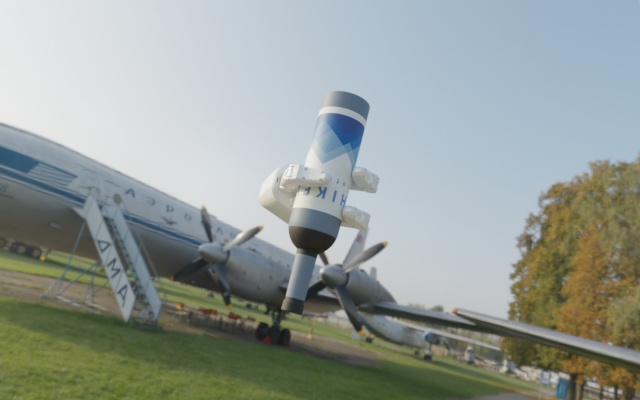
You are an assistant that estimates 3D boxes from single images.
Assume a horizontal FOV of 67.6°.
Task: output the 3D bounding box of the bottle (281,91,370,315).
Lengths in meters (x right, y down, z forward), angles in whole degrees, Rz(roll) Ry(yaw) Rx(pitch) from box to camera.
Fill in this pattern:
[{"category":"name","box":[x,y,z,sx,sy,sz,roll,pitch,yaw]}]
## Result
[{"category":"bottle","box":[0.000,0.002,0.633,0.069,0.295,0.069,14,-13,3]}]
